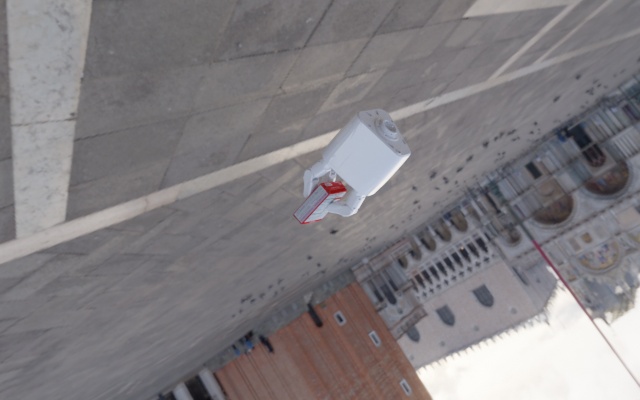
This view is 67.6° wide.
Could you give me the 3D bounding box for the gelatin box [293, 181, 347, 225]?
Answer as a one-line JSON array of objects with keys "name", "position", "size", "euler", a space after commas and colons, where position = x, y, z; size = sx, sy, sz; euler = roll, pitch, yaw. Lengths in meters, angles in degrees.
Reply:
[{"name": "gelatin box", "position": [0.000, 0.004, 0.898], "size": [0.089, 0.030, 0.073], "euler": [-49, -18, 24]}]
